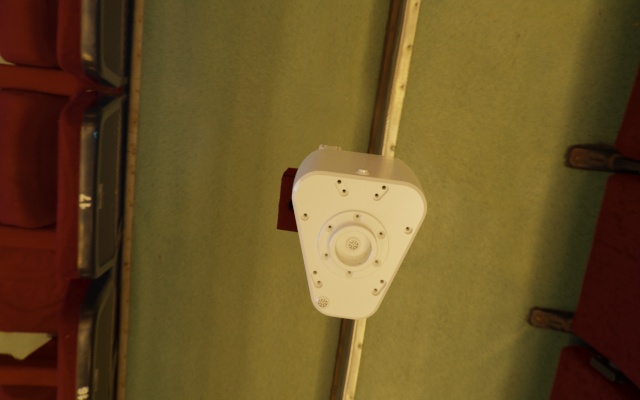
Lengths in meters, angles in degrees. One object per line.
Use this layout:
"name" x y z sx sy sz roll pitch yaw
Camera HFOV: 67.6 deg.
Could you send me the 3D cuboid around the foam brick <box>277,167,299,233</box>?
"foam brick" 0.000 0.002 0.458 0.078 0.053 0.051 7 13 2
